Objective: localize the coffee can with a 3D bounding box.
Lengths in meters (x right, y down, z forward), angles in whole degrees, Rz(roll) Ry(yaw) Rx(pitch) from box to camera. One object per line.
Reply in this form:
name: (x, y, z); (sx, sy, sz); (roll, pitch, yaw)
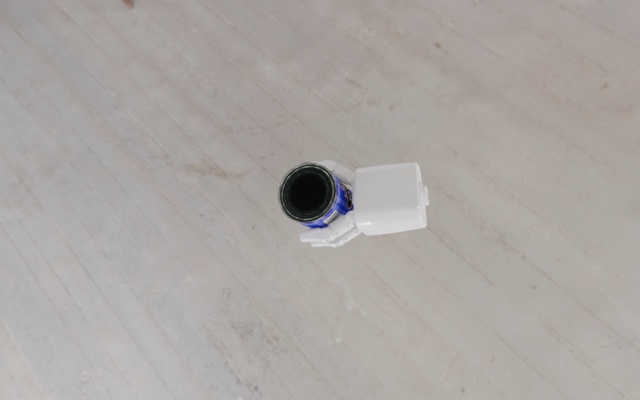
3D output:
coffee can: (0.000, 0.003, 0.836); (0.103, 0.102, 0.140); (0, -13, 19)
